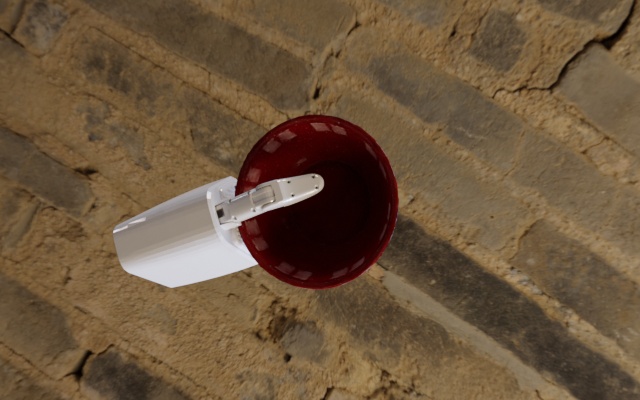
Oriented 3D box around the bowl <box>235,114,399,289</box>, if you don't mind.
[{"bbox_3d":[0.001,0.001,0.463,0.162,0.162,0.055,0,-1,20],"label":"bowl"}]
